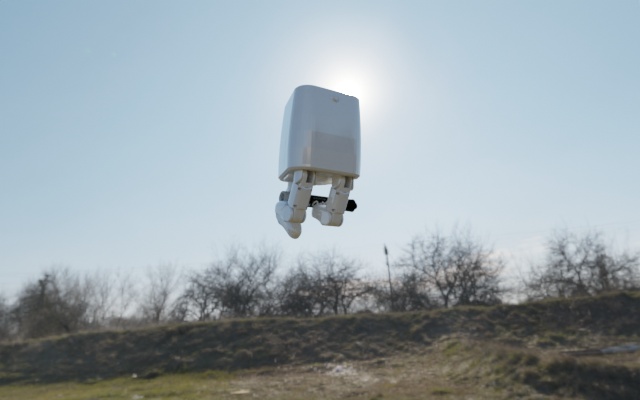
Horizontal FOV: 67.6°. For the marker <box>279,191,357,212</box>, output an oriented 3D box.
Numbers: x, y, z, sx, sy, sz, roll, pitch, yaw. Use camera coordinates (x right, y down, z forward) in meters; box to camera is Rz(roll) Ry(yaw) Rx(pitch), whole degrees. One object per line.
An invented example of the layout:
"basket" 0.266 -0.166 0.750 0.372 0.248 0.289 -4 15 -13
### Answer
"marker" 0.000 0.002 0.661 0.121 0.020 0.020 7 -4 -31
